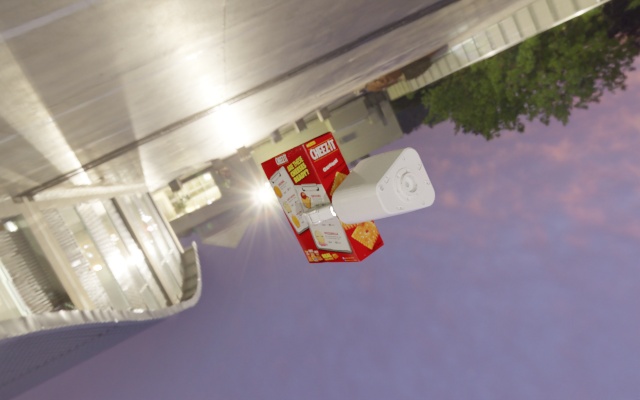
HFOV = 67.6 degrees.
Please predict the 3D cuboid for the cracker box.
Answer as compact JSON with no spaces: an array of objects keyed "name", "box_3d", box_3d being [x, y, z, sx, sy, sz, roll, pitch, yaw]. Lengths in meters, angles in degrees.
[{"name":"cracker box","box_3d":[0.000,0.003,0.841,0.072,0.214,0.164,-30,9,-32]}]
